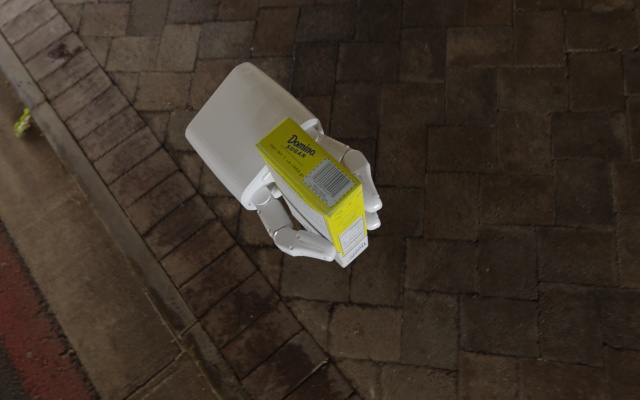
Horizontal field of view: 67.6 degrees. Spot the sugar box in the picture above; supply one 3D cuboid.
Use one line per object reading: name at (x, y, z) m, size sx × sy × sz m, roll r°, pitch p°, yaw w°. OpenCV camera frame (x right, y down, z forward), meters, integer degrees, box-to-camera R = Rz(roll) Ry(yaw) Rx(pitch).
sugar box at (0.000, 0.001, 0.467) m, size 0.048 × 0.093 × 0.176 m, roll -42°, pitch -19°, yaw -7°
